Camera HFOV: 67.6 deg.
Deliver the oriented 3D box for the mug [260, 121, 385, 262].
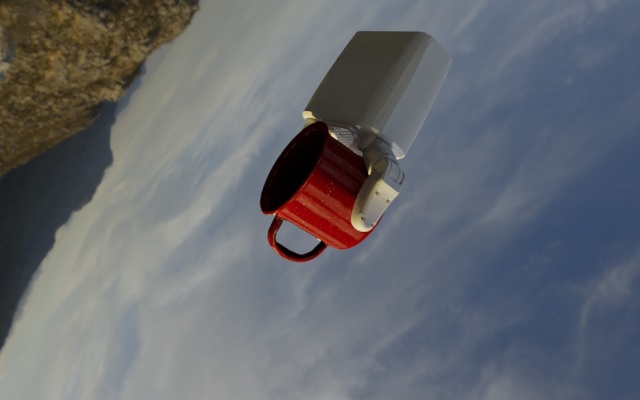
[{"bbox_3d":[0.000,0.003,0.421,0.081,0.117,0.093,33,-6,-24],"label":"mug"}]
